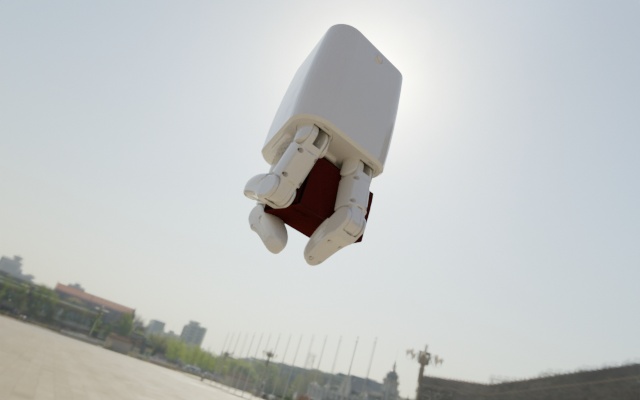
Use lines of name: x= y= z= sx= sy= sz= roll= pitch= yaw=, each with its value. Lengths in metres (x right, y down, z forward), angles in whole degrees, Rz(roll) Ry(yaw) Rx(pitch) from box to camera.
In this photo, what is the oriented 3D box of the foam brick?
foam brick: x=0.000 y=0.002 z=0.425 sx=0.078 sy=0.051 sz=0.053 roll=34 pitch=-29 yaw=-33
